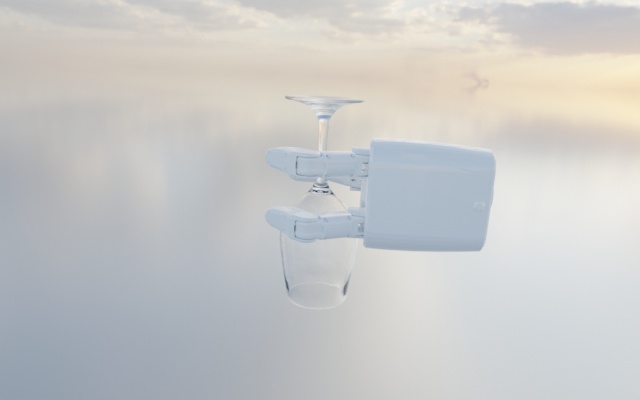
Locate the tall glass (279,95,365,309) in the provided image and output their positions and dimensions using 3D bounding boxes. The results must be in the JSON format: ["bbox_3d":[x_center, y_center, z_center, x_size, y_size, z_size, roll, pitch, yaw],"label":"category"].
[{"bbox_3d":[0.000,0.001,0.465,0.079,0.201,0.079,3,15,-1],"label":"tall glass"}]
